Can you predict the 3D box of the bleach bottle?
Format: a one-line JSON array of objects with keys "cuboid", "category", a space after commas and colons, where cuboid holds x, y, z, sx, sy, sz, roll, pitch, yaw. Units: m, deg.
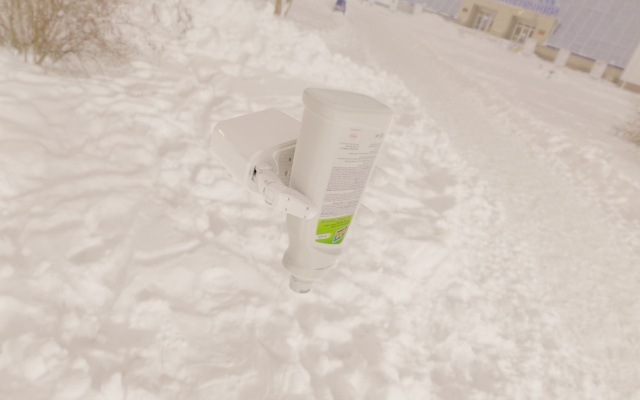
[{"cuboid": [0.000, 0.002, 0.554, 0.102, 0.251, 0.068, -4, 31, -39], "category": "bleach bottle"}]
